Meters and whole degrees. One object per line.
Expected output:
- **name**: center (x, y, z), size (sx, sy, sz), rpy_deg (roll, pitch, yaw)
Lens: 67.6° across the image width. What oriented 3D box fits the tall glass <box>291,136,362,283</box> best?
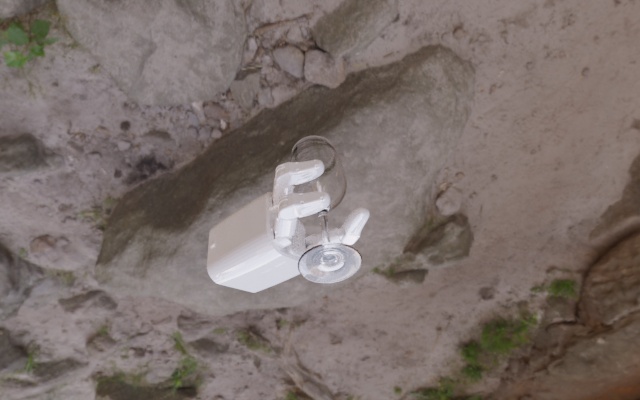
- **tall glass**: center (0.000, 0.002, 0.611), size (0.079, 0.200, 0.079), rpy_deg (-4, -44, -4)
